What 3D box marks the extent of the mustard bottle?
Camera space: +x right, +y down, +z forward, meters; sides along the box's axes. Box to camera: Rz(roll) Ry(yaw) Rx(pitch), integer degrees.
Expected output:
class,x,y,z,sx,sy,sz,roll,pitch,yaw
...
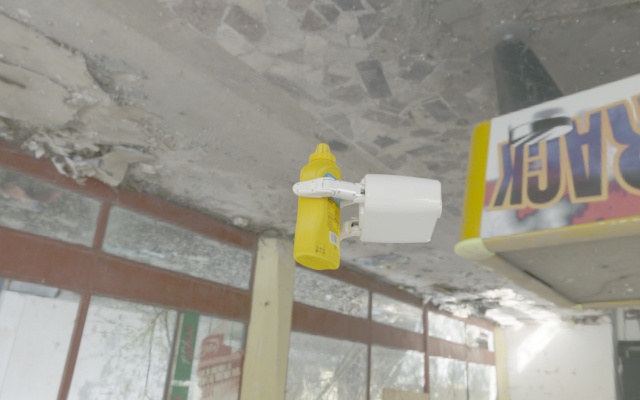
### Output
class,x,y,z,sx,sy,sz,roll,pitch,yaw
mustard bottle,0.000,0.003,0.722,0.058,0.191,0.096,-6,-22,24
